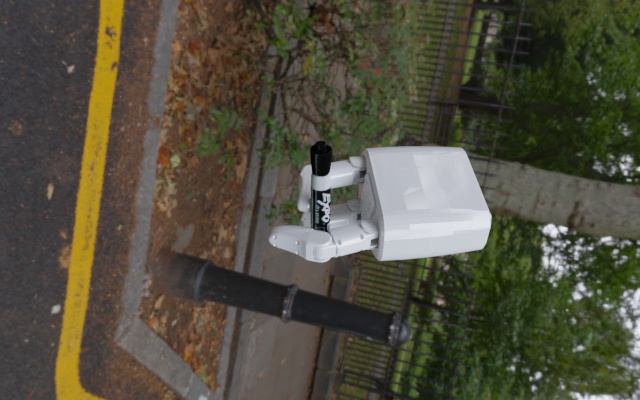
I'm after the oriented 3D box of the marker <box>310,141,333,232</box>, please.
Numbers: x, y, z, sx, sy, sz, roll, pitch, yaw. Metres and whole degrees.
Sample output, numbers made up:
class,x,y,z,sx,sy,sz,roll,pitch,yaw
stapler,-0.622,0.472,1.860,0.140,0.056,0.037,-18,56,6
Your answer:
class,x,y,z,sx,sy,sz,roll,pitch,yaw
marker,0.000,0.001,0.426,0.020,0.121,0.020,0,37,0
